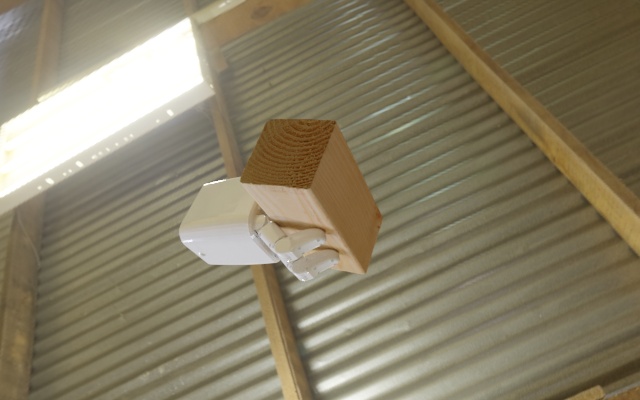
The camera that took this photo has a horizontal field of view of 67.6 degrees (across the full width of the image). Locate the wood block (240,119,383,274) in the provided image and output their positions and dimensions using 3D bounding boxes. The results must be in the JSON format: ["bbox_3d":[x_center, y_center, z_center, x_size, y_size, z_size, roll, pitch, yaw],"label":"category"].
[{"bbox_3d":[0.000,0.002,0.585,0.090,0.090,0.206,6,-29,27],"label":"wood block"}]
